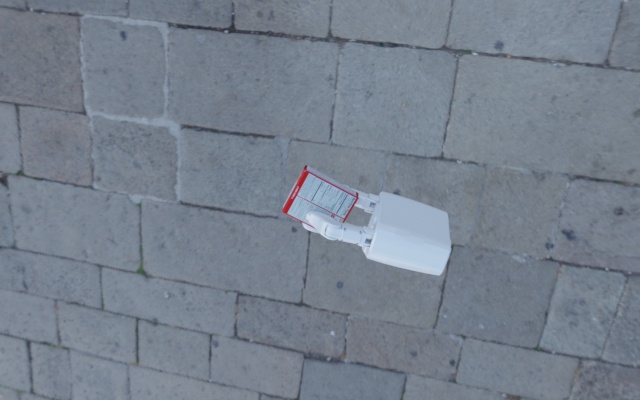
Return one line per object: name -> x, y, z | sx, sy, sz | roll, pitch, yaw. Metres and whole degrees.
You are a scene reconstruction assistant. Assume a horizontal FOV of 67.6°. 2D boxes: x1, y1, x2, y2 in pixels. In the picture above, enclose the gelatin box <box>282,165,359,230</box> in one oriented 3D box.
gelatin box -> 0.000, 0.002, 0.688 | 0.089, 0.073, 0.030 | 27, 19, -8
